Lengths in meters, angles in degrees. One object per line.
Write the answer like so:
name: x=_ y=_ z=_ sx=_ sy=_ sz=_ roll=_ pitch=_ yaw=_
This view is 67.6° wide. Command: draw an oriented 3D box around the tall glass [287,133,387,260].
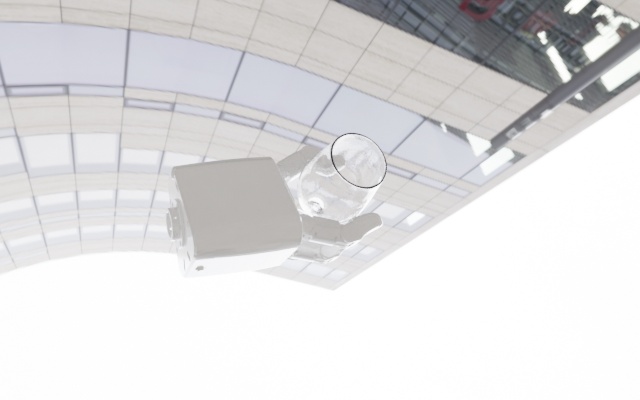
tall glass: x=0.000 y=0.002 z=0.544 sx=0.079 sy=0.079 sz=0.201 roll=0 pitch=-25 yaw=-25
